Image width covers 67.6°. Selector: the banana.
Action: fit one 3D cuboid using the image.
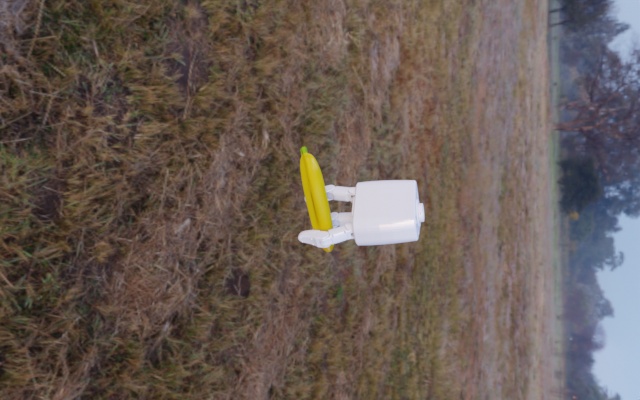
[{"bbox_3d":[-0.003,0.003,0.839,0.037,0.198,0.069,-10,9,10],"label":"banana"}]
